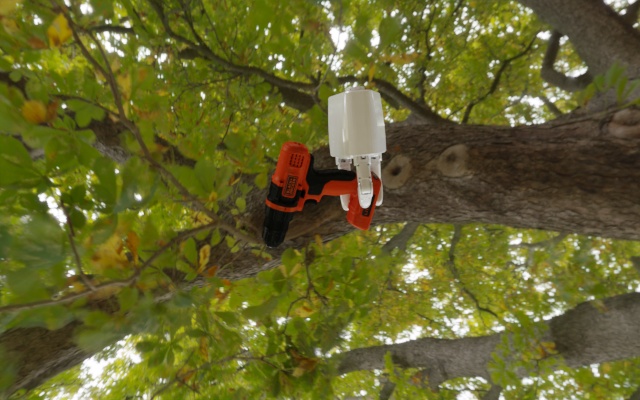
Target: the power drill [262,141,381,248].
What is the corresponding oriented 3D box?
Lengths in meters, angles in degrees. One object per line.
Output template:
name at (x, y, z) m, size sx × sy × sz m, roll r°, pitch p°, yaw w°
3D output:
power drill at (0.001, 0.002, 0.818) m, size 0.187 × 0.184 × 0.057 m, roll 8°, pitch 18°, yaw -24°
